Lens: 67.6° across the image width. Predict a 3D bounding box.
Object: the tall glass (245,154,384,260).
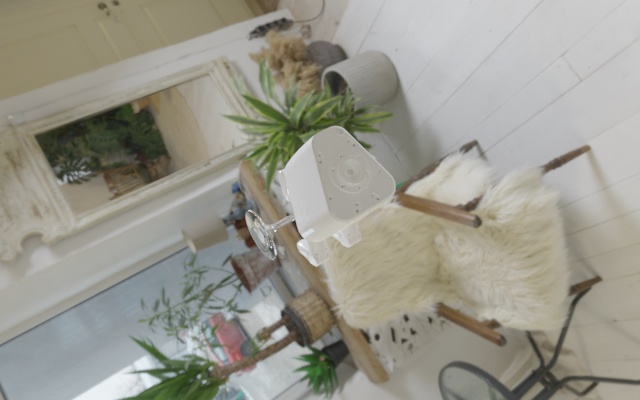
[{"bbox_3d":[-0.001,0.002,0.670,0.201,0.079,0.079,-29,13,-24],"label":"tall glass"}]
